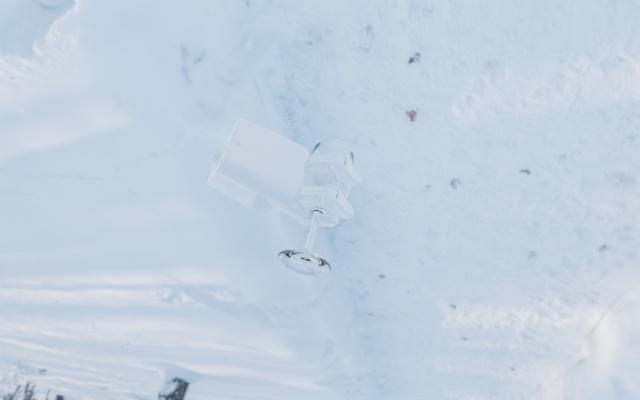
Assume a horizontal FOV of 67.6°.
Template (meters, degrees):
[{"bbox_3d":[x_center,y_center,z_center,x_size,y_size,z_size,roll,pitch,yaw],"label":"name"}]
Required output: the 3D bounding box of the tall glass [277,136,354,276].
[{"bbox_3d":[0.000,0.003,0.687,0.079,0.201,0.079,11,-32,7],"label":"tall glass"}]
